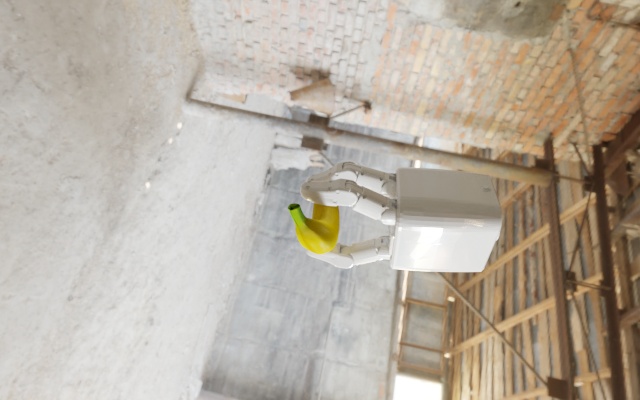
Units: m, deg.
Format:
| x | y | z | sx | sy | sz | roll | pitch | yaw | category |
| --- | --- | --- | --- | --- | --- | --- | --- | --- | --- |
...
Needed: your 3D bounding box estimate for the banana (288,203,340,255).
| x | y | z | sx | sy | sz | roll | pitch | yaw | category |
| --- | --- | --- | --- | --- | --- | --- | --- | --- | --- |
| 0.002 | 0.021 | 0.558 | 0.037 | 0.069 | 0.197 | -6 | 8 | 8 | banana |
